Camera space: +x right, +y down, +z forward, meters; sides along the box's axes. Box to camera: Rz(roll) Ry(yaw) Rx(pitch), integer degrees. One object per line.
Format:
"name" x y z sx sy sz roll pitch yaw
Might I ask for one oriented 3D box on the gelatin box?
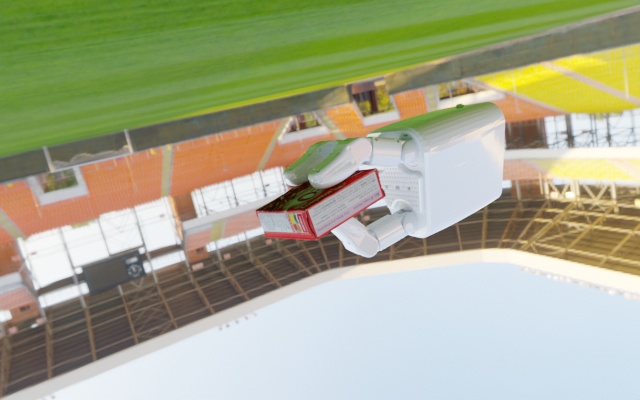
"gelatin box" 0.000 0.002 0.414 0.089 0.030 0.073 -31 18 -35
